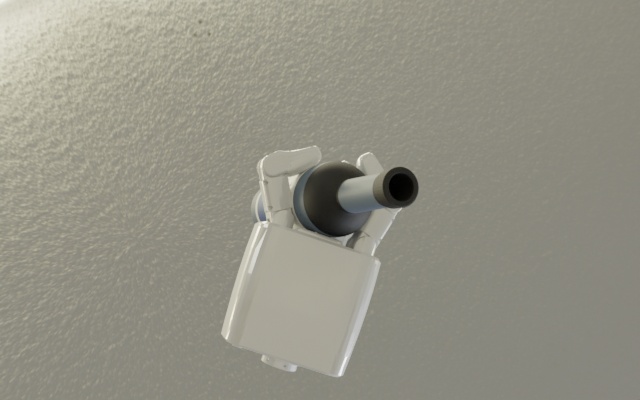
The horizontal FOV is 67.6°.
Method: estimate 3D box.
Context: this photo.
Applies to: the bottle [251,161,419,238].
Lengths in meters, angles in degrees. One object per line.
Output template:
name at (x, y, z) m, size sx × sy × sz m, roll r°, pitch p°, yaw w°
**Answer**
bottle at (0.000, 0.001, 0.450) m, size 0.069 × 0.069 × 0.296 m, roll 0°, pitch -4°, yaw -21°
